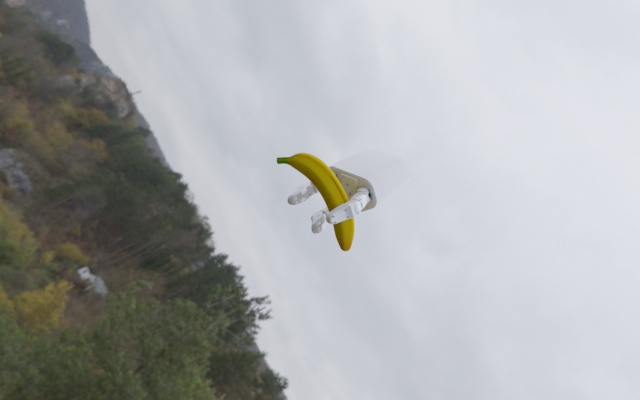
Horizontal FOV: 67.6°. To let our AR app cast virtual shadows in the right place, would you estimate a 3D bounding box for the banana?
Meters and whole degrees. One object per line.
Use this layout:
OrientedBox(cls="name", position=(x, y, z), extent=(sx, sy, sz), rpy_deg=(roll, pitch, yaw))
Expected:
OrientedBox(cls="banana", position=(0.010, -0.008, 0.793), extent=(0.070, 0.198, 0.037), rpy_deg=(-33, 4, 41))
